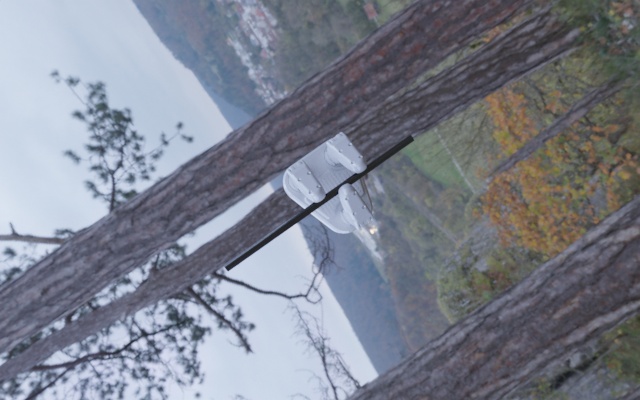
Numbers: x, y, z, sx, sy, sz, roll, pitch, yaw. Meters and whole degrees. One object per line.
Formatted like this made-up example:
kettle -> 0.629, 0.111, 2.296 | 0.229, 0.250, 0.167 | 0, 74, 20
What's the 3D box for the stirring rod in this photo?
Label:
stirring rod -> 0.000, 0.002, 0.505 | 0.239, 0.011, 0.011 | -35, 3, -4
